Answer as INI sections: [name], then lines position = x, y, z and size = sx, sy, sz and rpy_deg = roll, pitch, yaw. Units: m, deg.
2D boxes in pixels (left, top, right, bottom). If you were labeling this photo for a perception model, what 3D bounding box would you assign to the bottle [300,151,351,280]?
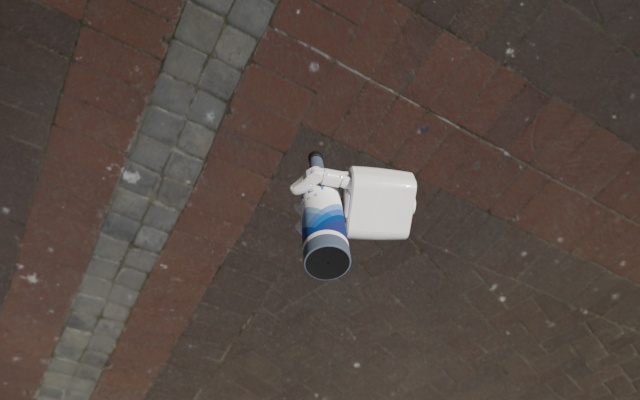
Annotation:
[bottle]
position = 0.000, 0.003, 0.779
size = 0.069, 0.069, 0.295
rpy_deg = 0, 35, -5
